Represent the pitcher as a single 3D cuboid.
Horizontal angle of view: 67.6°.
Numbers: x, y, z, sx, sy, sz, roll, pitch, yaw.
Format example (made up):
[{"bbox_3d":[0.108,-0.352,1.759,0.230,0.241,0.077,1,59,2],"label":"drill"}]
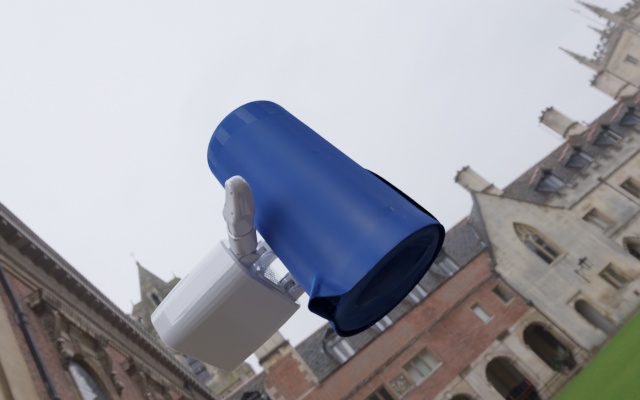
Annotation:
[{"bbox_3d":[0.000,0.002,0.482,0.242,0.145,0.149,44,0,29],"label":"pitcher"}]
